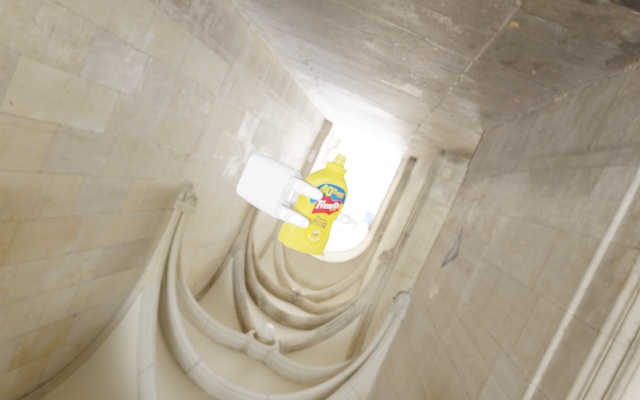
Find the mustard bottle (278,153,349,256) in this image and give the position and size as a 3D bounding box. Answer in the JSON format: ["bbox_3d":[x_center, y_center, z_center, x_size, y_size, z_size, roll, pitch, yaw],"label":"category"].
[{"bbox_3d":[0.000,0.003,0.885,0.096,0.191,0.058,21,6,-36],"label":"mustard bottle"}]
